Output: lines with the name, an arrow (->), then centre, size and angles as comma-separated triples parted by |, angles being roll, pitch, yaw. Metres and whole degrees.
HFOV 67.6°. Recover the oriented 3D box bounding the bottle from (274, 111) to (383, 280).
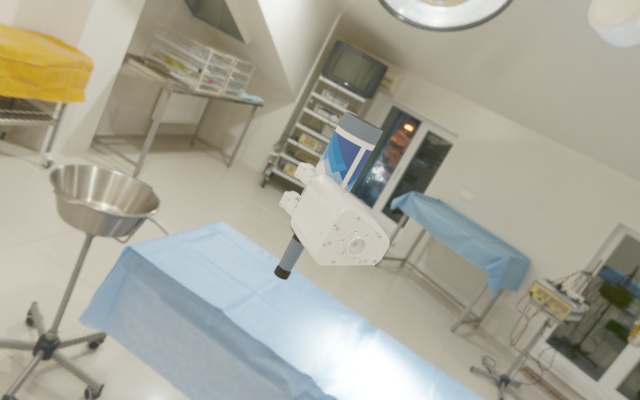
bottle -> 0.000, 0.002, 0.777 | 0.069, 0.296, 0.069 | 26, 15, -8
